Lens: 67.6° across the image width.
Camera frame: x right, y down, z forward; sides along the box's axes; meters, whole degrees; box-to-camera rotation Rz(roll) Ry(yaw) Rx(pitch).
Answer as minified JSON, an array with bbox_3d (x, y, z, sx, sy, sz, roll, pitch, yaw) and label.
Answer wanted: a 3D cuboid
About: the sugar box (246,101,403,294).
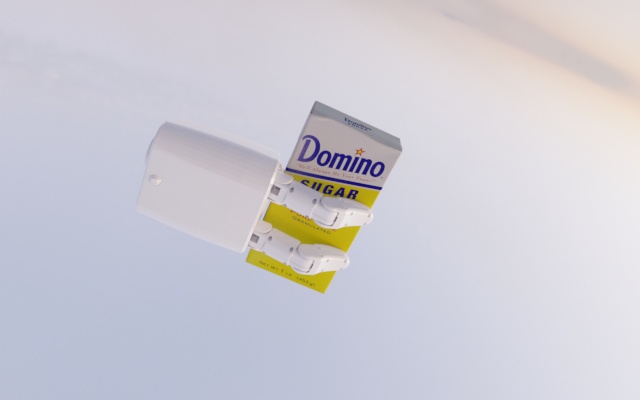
[{"bbox_3d":[0.000,0.002,0.475,0.093,0.176,0.048,23,27,-6],"label":"sugar box"}]
